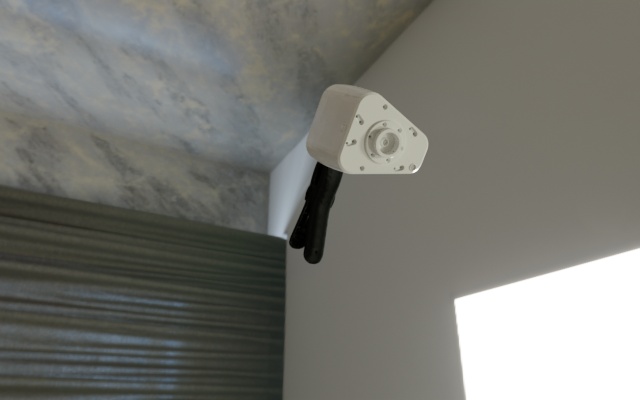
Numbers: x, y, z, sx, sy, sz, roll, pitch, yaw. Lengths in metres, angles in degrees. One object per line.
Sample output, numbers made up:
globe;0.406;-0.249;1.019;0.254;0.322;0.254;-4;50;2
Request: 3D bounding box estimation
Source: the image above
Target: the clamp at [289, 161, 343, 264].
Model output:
clamp;0.001;0.002;0.639;0.039;0.171;0.120;13;10;-20
